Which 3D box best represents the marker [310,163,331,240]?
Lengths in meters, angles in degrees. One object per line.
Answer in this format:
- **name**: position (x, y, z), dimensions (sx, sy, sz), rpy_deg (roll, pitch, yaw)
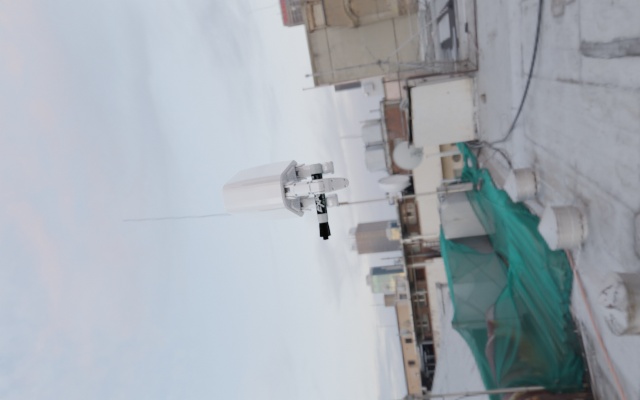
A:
- **marker**: position (0.000, 0.002, 0.754), dimensions (0.020, 0.121, 0.020), rpy_deg (-8, 2, 0)
